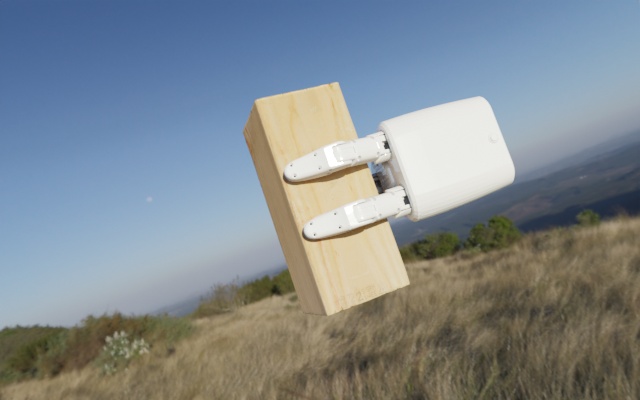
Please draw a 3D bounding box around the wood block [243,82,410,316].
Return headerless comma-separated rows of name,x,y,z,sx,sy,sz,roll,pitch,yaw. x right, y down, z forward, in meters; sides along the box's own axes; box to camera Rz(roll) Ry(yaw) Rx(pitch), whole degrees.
wood block,0.000,0.001,0.482,0.090,0.206,0.091,-17,-6,-19
